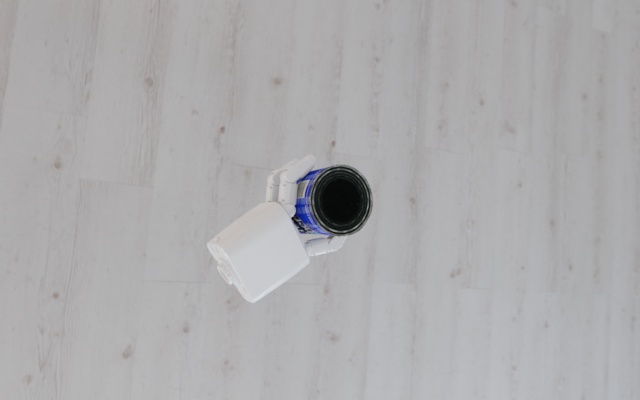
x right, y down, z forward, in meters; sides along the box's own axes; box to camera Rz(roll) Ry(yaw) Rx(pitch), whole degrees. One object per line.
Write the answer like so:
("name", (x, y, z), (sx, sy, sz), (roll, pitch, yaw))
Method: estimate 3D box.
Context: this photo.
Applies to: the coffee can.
("coffee can", (0.000, 0.002, 0.733), (0.103, 0.103, 0.140), (0, -2, -26))
